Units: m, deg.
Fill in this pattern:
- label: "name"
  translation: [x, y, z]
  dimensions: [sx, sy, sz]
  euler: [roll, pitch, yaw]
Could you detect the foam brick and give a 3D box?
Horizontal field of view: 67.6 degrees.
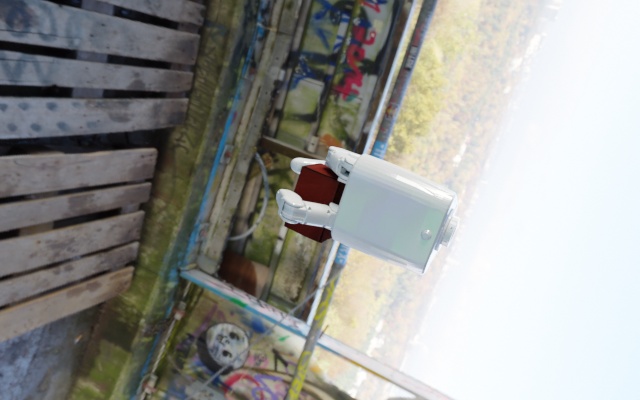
- label: "foam brick"
  translation: [0.000, 0.002, 0.555]
  dimensions: [0.051, 0.078, 0.053]
  euler: [24, 17, 19]
